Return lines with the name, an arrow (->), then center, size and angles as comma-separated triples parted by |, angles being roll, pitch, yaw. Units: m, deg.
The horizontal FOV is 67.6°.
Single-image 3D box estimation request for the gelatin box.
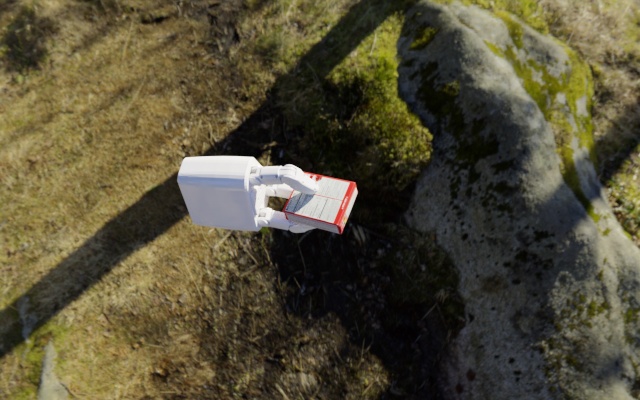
gelatin box -> 0.000, 0.002, 0.689 | 0.089, 0.073, 0.030 | 13, -28, 21
